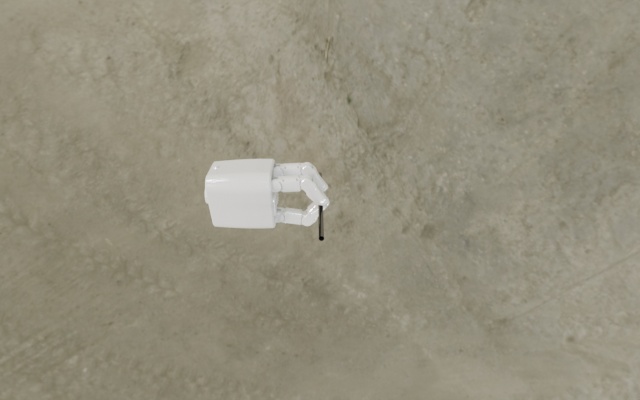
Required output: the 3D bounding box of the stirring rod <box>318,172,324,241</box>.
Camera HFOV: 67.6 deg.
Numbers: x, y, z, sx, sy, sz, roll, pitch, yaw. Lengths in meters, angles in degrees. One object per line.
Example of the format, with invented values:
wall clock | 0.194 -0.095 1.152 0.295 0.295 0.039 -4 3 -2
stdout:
stirring rod | 0.000 0.003 0.798 0.011 0.011 0.239 0 26 -1
